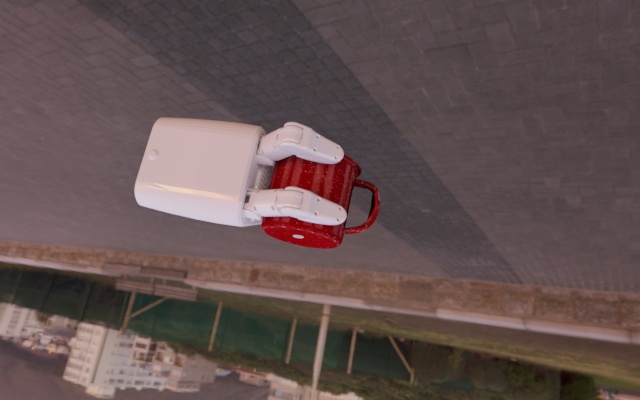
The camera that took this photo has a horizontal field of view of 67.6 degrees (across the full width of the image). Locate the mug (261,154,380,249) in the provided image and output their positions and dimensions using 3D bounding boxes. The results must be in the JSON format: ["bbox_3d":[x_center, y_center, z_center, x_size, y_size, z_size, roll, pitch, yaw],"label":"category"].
[{"bbox_3d":[0.001,0.002,0.474,0.117,0.081,0.093,9,-16,9],"label":"mug"}]
